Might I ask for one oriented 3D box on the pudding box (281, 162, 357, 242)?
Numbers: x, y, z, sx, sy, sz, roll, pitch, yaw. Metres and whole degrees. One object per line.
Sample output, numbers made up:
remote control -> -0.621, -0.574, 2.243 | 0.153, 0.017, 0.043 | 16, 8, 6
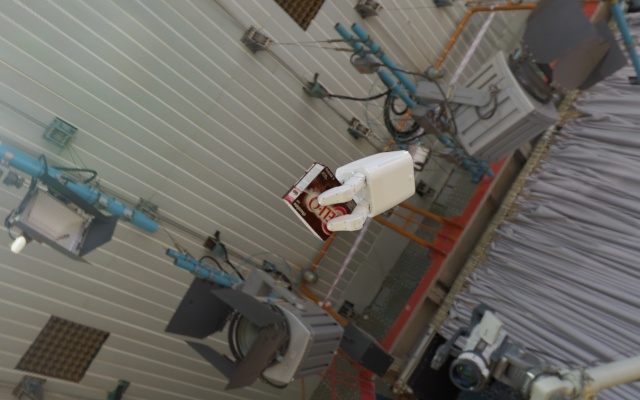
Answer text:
pudding box -> 0.000, 0.003, 0.819 | 0.113, 0.090, 0.039 | 49, -12, -35
